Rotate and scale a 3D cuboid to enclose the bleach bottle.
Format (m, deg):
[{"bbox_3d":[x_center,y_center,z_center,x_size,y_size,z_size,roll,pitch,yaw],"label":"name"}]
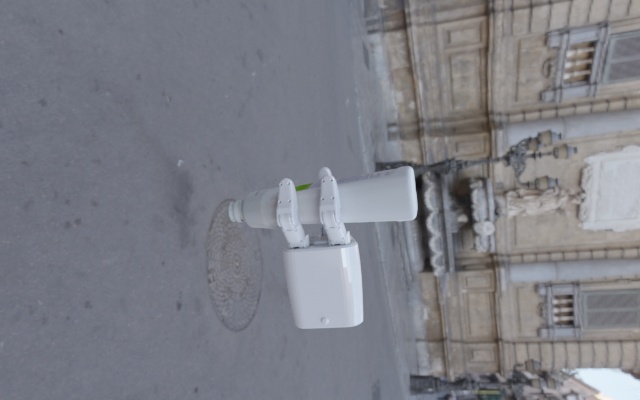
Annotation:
[{"bbox_3d":[0.000,0.002,0.646,0.251,0.068,0.102,-6,6,14],"label":"bleach bottle"}]
